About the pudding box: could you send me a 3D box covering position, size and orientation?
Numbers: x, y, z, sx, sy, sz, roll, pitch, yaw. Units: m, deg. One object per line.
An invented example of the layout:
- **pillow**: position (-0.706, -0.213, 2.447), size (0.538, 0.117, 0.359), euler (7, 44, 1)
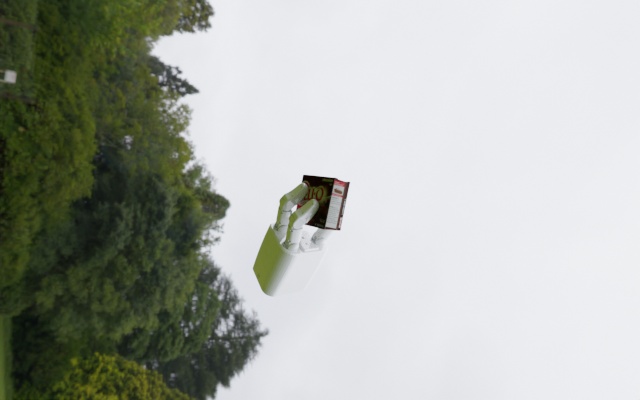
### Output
- **pudding box**: position (0.000, 0.003, 0.845), size (0.039, 0.090, 0.113), euler (11, -1, -34)
